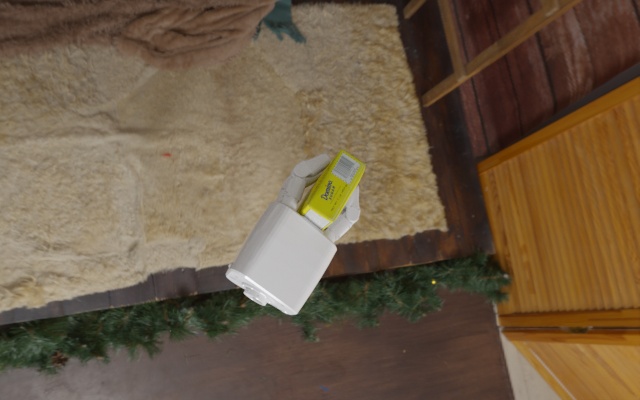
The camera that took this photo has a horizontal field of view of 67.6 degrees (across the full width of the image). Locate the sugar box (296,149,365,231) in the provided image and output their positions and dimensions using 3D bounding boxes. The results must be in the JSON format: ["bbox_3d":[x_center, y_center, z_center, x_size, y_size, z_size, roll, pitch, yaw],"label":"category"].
[{"bbox_3d":[0.000,0.002,0.676,0.048,0.093,0.176,34,-21,-6],"label":"sugar box"}]
